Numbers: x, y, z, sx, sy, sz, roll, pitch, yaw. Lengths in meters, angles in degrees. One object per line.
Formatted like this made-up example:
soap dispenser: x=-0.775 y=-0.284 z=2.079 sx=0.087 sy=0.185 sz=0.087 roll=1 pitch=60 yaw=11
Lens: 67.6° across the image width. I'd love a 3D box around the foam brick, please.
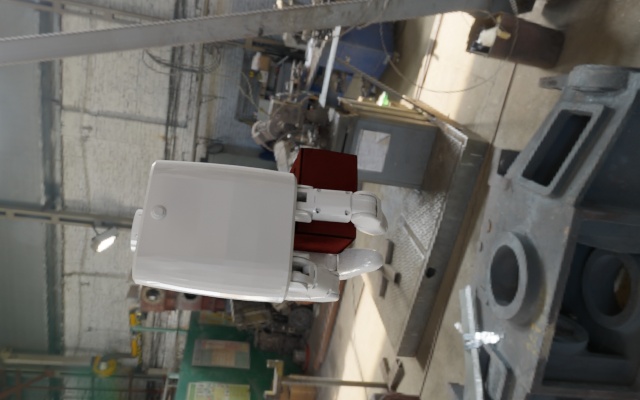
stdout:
foam brick: x=0.000 y=0.001 z=0.411 sx=0.051 sy=0.078 sz=0.053 roll=7 pitch=-22 yaw=-11
